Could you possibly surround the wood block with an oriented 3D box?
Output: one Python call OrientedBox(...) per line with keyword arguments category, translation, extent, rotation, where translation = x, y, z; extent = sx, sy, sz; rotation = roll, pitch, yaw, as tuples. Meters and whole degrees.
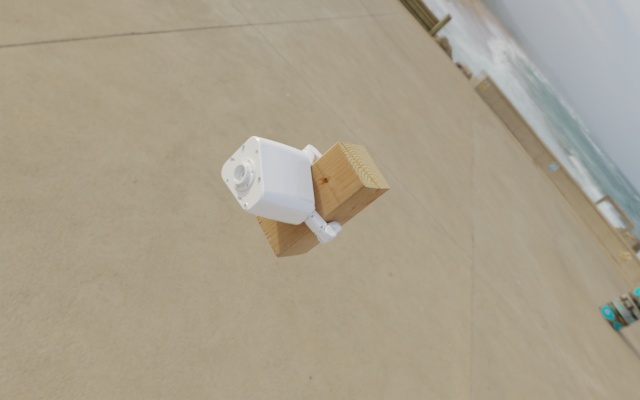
OrientedBox(category="wood block", translation=(0.000, 0.003, 0.807), extent=(0.206, 0.090, 0.090), rotation=(-39, -21, 28))
